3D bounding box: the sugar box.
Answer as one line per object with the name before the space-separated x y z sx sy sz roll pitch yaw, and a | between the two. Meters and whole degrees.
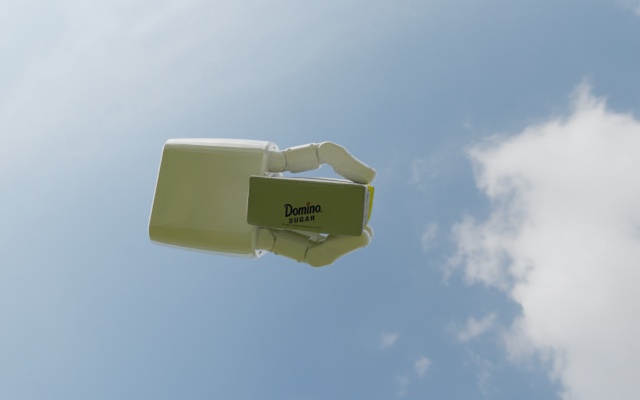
sugar box | 0.000 0.002 0.447 0.093 0.048 0.176 5 5 9
